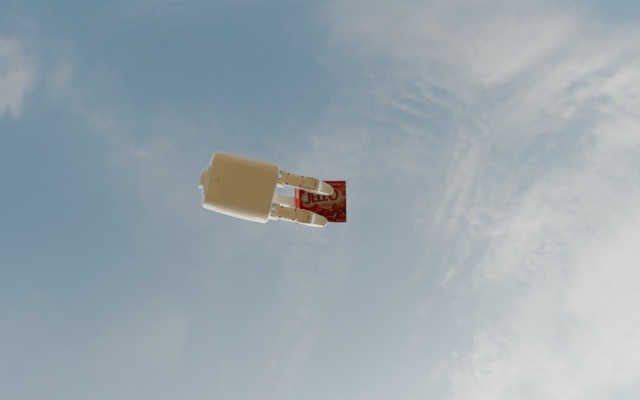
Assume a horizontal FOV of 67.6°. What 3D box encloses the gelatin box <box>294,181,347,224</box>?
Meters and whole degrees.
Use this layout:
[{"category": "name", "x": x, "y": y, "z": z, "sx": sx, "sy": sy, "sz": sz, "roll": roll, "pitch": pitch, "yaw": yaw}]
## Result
[{"category": "gelatin box", "x": 0.000, "y": 0.003, "z": 0.821, "sx": 0.089, "sy": 0.073, "sz": 0.030, "roll": 0, "pitch": -2, "yaw": -22}]
